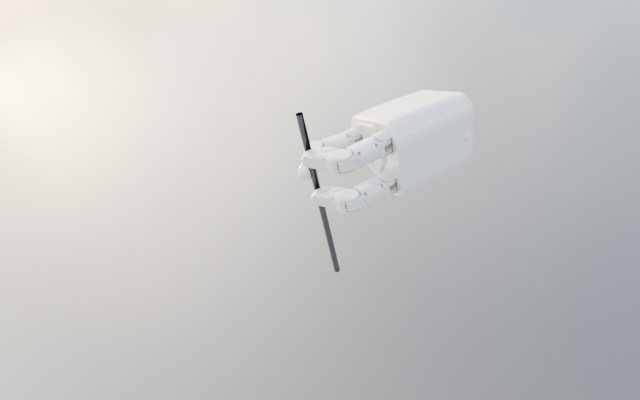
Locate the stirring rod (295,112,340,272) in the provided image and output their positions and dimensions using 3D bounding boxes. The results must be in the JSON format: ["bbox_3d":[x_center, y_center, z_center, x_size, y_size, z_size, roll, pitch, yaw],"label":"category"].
[{"bbox_3d":[0.000,0.002,0.574,0.011,0.240,0.011,-8,38,7],"label":"stirring rod"}]
